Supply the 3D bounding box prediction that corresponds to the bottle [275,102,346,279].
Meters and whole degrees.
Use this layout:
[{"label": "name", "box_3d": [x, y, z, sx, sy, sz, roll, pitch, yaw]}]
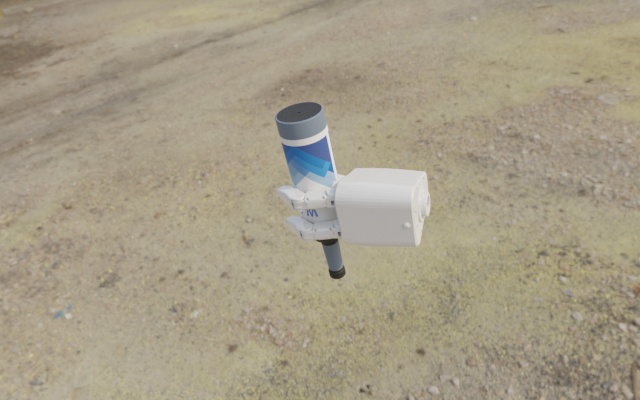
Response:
[{"label": "bottle", "box_3d": [0.000, 0.002, 0.715, 0.069, 0.296, 0.069, -9, 34, 6]}]
